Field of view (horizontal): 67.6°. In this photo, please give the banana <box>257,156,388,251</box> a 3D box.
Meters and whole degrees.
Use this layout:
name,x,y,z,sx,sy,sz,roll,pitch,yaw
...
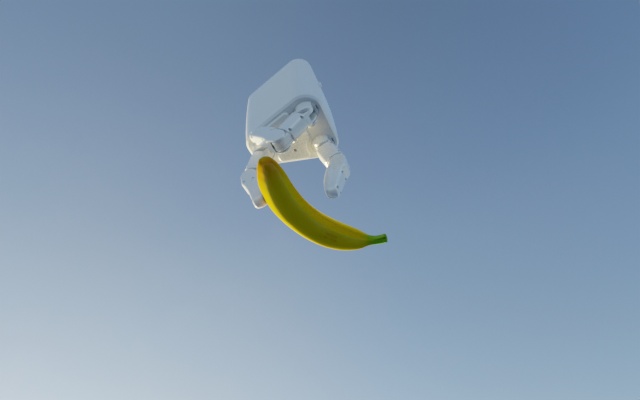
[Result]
name,x,y,z,sx,sy,sz,roll,pitch,yaw
banana,-0.010,0.014,0.562,0.198,0.037,0.070,32,-59,-32
